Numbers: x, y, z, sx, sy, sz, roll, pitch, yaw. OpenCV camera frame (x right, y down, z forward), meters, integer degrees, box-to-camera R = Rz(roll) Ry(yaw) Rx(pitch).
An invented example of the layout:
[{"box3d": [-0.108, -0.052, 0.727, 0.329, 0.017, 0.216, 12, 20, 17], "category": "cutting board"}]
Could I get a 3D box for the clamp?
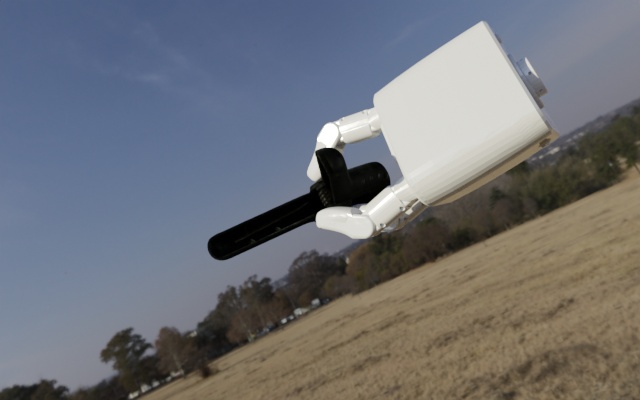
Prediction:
[{"box3d": [0.000, 0.001, 0.467, 0.164, 0.036, 0.210, -33, -13, 28], "category": "clamp"}]
